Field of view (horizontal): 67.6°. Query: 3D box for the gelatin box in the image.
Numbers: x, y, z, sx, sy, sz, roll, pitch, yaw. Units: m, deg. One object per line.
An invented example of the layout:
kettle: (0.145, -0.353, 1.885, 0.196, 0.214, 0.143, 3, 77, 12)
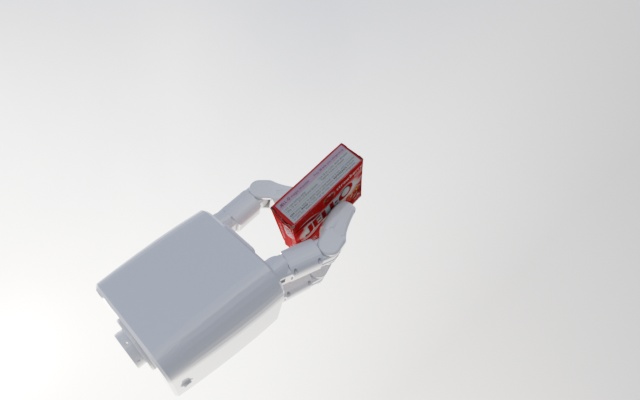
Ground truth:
gelatin box: (0.000, 0.001, 0.432, 0.030, 0.089, 0.073, 40, -17, 19)
